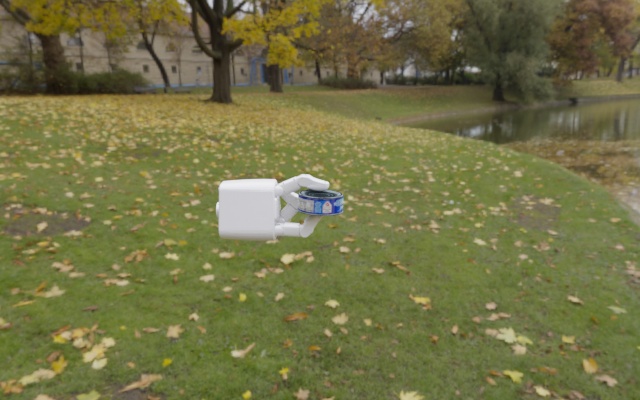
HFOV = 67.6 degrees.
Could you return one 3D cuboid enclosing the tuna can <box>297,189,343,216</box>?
[{"bbox_3d":[0.000,0.002,0.887,0.086,0.034,0.086,2,12,-1],"label":"tuna can"}]
